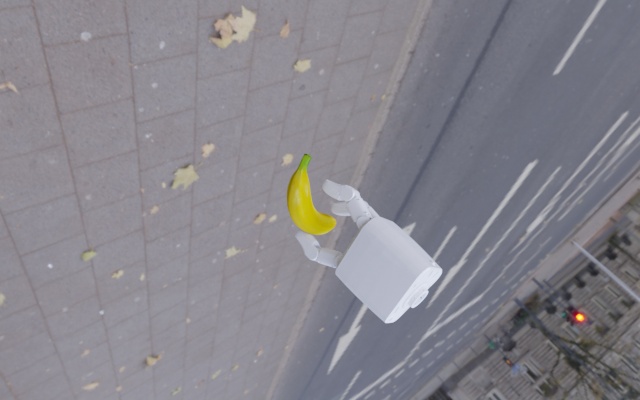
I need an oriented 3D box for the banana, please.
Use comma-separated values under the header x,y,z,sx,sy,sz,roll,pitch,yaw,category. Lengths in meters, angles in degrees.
x,y,z,sx,sy,sz,roll,pitch,yaw,category
-0.014,0.013,0.722,0.037,0.069,0.198,40,-15,28,banana
